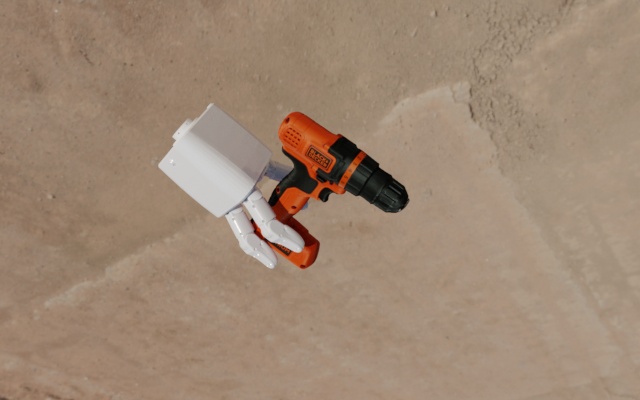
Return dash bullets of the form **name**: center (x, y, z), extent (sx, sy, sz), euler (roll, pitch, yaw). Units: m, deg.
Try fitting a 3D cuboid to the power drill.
- **power drill**: center (0.000, 0.002, 0.627), extent (0.184, 0.188, 0.057), euler (37, 32, 8)
